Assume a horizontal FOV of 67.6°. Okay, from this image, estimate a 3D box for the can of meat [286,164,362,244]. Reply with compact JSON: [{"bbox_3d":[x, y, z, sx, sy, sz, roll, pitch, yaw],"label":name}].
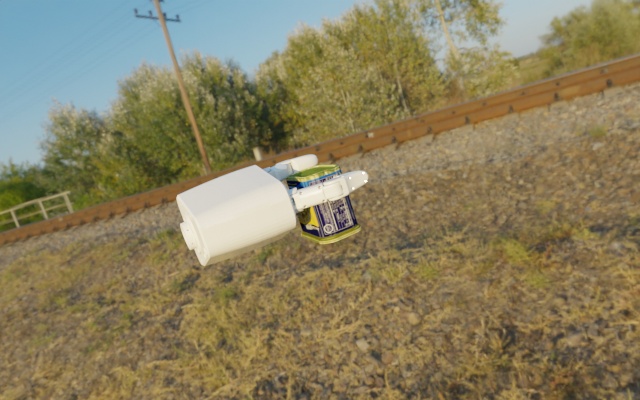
[{"bbox_3d":[0.000,0.002,0.604,0.057,0.084,0.102,-21,10,-18],"label":"can of meat"}]
